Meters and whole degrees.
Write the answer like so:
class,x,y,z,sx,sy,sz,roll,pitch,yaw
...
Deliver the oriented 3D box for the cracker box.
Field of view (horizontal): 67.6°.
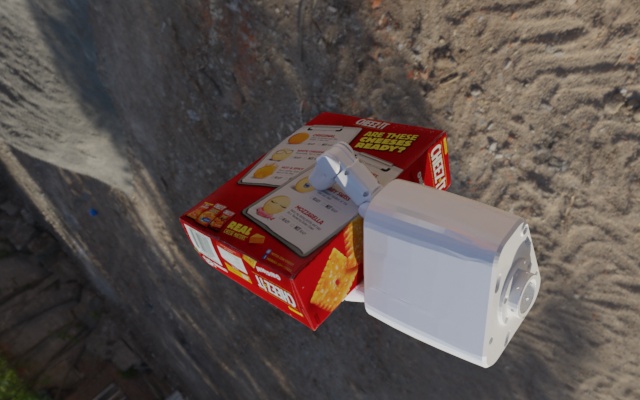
class,x,y,z,sx,sy,sz,roll,pitch,yaw
cracker box,0.000,0.001,0.465,0.164,0.072,0.213,19,49,41
